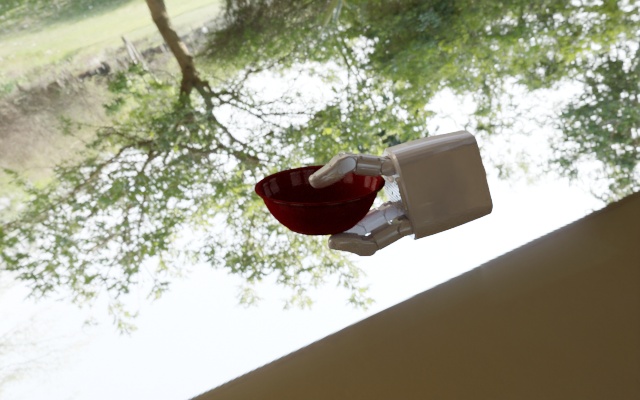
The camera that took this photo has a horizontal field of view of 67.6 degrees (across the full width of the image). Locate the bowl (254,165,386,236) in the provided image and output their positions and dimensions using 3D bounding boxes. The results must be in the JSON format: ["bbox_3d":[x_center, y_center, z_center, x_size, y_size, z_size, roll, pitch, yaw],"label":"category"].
[{"bbox_3d":[-0.001,0.002,0.598,0.162,0.055,0.162,-2,19,1],"label":"bowl"}]
